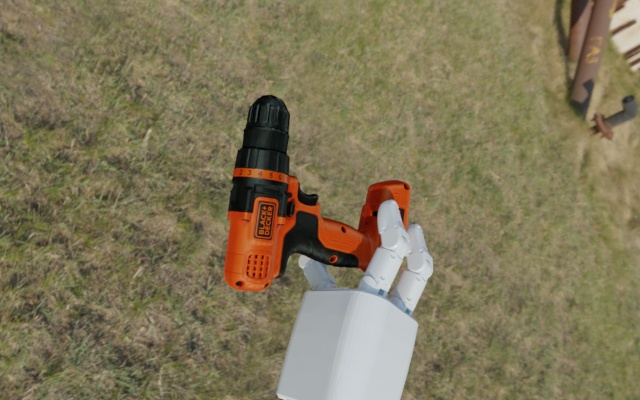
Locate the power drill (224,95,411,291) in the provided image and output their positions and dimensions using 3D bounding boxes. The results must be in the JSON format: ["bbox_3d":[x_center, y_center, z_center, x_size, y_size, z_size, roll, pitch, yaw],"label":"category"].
[{"bbox_3d":[0.000,0.002,0.481,0.187,0.184,0.057,9,-3,-27],"label":"power drill"}]
